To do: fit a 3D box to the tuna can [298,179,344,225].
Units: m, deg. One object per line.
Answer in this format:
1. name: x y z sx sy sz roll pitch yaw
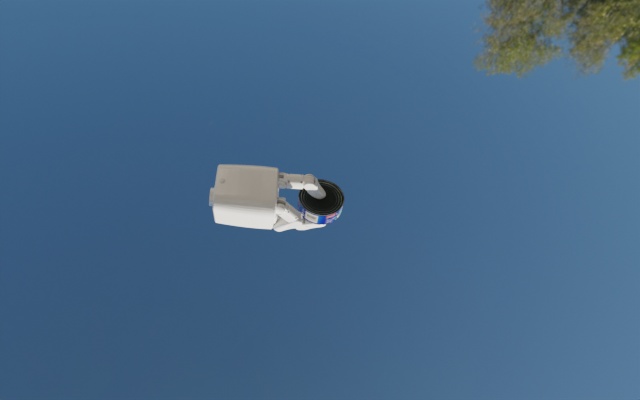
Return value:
1. tuna can: 0.000 0.003 0.895 0.086 0.086 0.034 0 -38 -8
